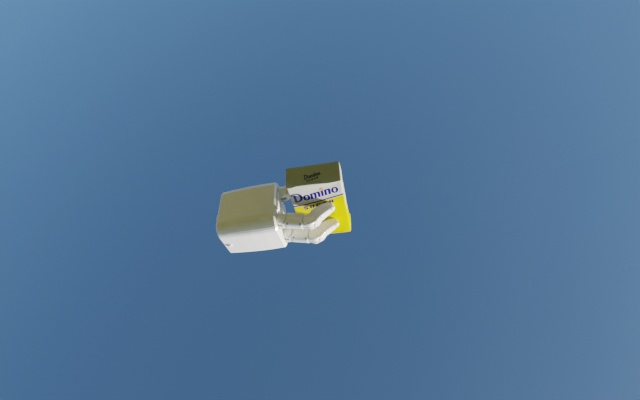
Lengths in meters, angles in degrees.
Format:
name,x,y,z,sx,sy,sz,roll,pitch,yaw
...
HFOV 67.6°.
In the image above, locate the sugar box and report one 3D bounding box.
name,x,y,z,sx,sy,sz,roll,pitch,yaw
sugar box,0.000,0.003,0.850,0.093,0.048,0.176,-8,-30,6
